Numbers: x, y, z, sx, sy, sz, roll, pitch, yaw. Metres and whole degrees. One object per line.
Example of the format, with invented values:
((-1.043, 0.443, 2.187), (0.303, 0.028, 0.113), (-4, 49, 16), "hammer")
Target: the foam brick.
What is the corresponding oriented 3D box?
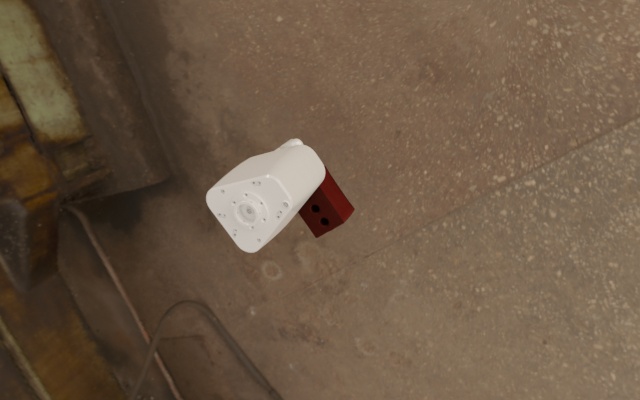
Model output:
((0.000, 0.002, 0.664), (0.053, 0.078, 0.051), (-31, 10, 28), "foam brick")
